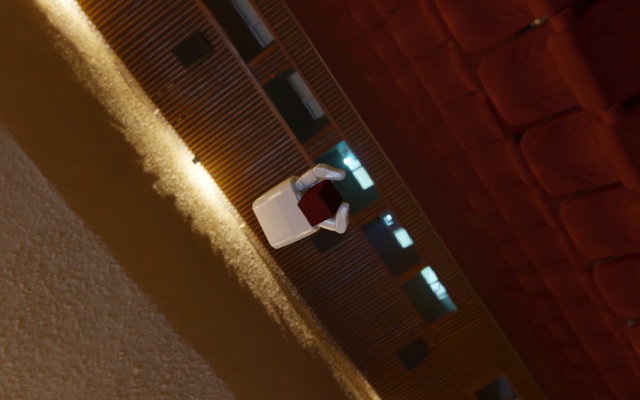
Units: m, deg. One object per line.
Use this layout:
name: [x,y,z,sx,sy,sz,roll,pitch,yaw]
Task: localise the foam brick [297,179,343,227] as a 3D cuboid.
foam brick: [0.000,0.003,0.887,0.051,0.053,0.078,-27,14,25]
